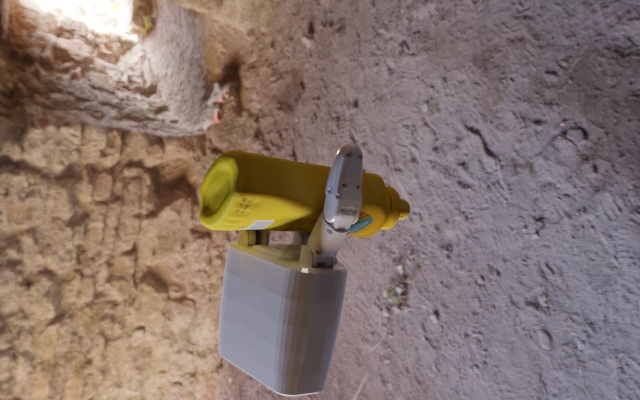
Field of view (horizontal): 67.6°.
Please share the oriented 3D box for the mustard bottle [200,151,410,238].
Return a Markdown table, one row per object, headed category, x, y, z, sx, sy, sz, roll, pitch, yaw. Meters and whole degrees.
| category | x | y | z | sx | sy | sz | roll | pitch | yaw |
| --- | --- | --- | --- | --- | --- | --- | --- | --- | --- |
| mustard bottle | 0.000 | 0.001 | 0.417 | 0.191 | 0.058 | 0.096 | 6 | -20 | -30 |
